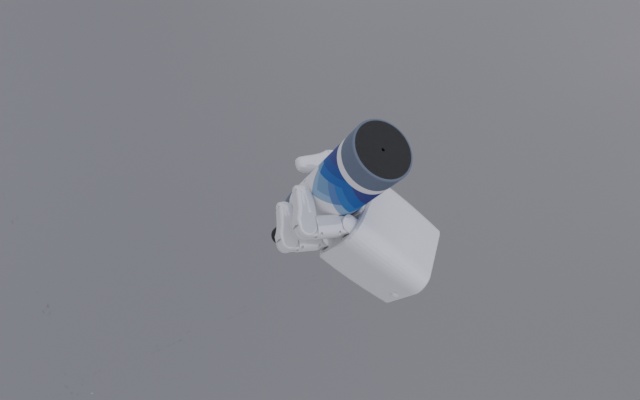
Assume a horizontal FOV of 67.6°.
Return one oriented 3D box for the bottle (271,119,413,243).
[{"bbox_3d":[0.000,0.002,0.577,0.069,0.069,0.296,0,-20,-26],"label":"bottle"}]
